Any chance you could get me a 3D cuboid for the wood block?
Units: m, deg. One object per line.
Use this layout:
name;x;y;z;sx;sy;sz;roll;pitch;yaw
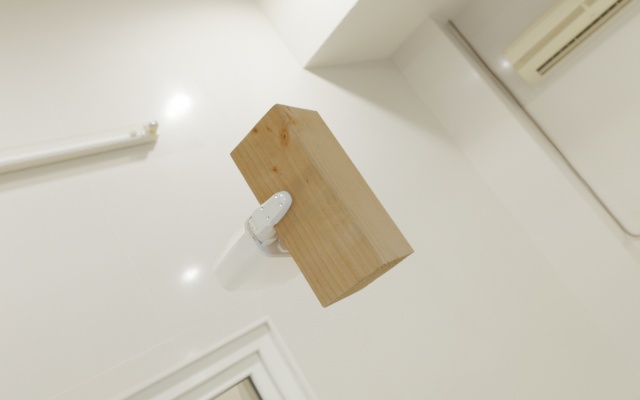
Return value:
wood block;0.000;0.002;0.539;0.090;0.206;0.091;-41;-17;27
